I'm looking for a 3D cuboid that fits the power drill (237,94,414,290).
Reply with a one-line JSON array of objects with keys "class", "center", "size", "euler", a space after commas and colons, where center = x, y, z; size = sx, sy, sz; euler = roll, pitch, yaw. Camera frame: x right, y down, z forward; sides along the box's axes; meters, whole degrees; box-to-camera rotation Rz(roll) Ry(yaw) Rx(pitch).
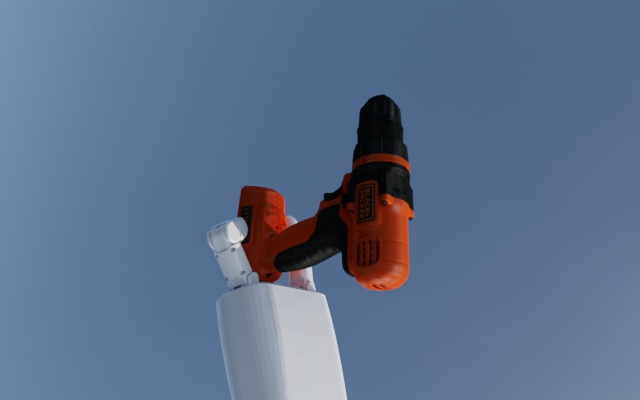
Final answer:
[{"class": "power drill", "center": [0.000, 0.002, 0.461], "size": [0.188, 0.184, 0.057], "euler": [-17, -32, 37]}]
